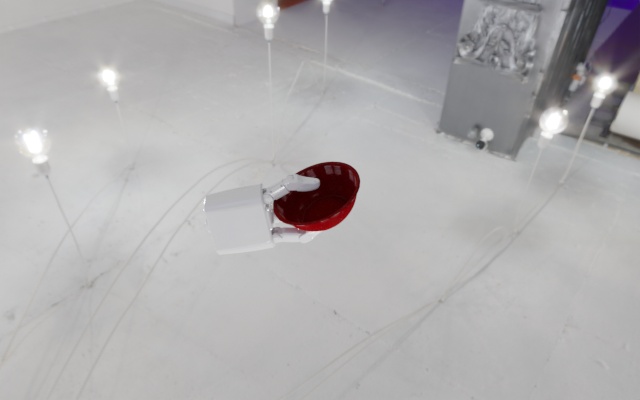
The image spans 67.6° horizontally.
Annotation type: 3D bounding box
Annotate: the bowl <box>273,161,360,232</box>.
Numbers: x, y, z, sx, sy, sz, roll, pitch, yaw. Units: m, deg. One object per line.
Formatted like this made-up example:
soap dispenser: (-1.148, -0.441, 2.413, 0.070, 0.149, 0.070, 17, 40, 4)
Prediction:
bowl: (0.002, 0.003, 0.842, 0.162, 0.055, 0.162, -16, 39, 13)
